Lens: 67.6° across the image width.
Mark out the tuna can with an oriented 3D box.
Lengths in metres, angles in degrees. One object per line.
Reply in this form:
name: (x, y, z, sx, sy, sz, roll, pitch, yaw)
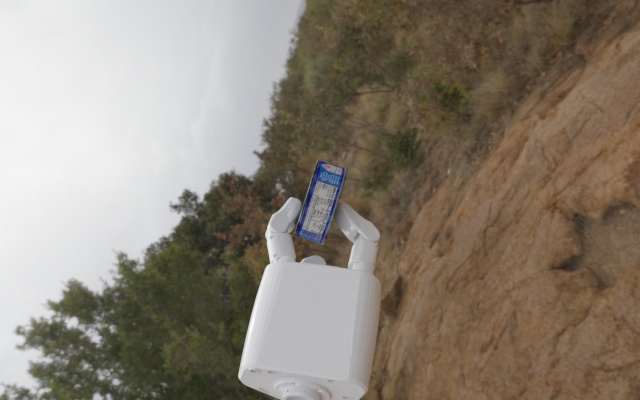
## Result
tuna can: (0.000, 0.001, 0.510, 0.034, 0.086, 0.086, 18, -1, -1)
